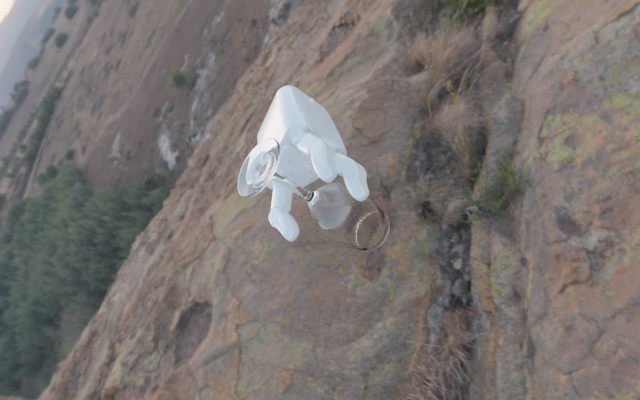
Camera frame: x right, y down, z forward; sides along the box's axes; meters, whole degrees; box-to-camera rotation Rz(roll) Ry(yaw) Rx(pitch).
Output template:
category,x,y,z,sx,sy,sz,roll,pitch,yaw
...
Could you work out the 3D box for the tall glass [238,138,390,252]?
category,x,y,z,sx,sy,sz,roll,pitch,yaw
tall glass,0.000,0.002,0.592,0.201,0.079,0.079,30,-18,-36
